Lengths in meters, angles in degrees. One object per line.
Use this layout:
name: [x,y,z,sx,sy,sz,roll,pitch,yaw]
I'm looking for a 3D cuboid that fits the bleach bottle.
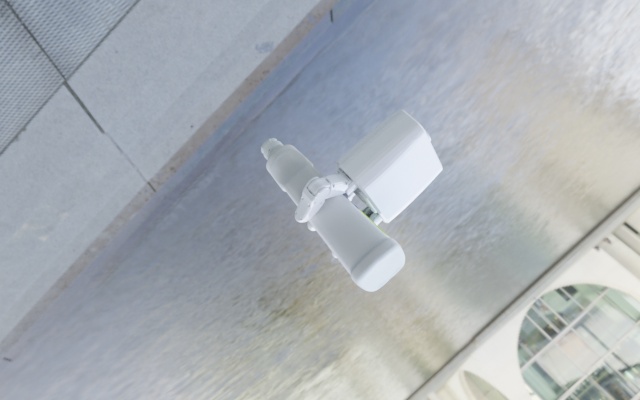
bleach bottle: [0.000,0.002,0.619,0.250,0.068,0.103,47,-1,26]
